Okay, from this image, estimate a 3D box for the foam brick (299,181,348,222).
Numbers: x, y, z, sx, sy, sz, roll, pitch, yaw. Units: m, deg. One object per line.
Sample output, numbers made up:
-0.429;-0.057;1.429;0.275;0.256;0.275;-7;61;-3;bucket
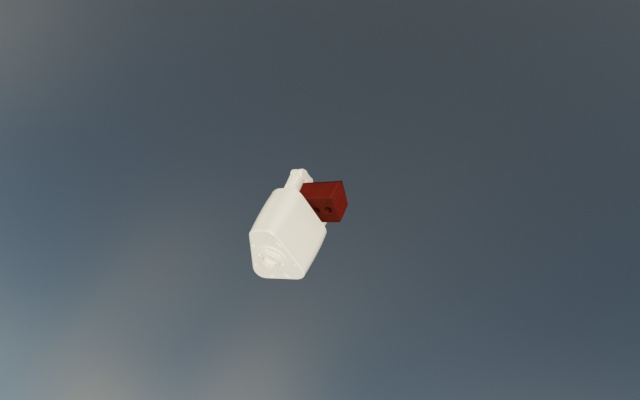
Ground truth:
0.000;0.003;0.815;0.078;0.053;0.051;-2;36;24;foam brick
